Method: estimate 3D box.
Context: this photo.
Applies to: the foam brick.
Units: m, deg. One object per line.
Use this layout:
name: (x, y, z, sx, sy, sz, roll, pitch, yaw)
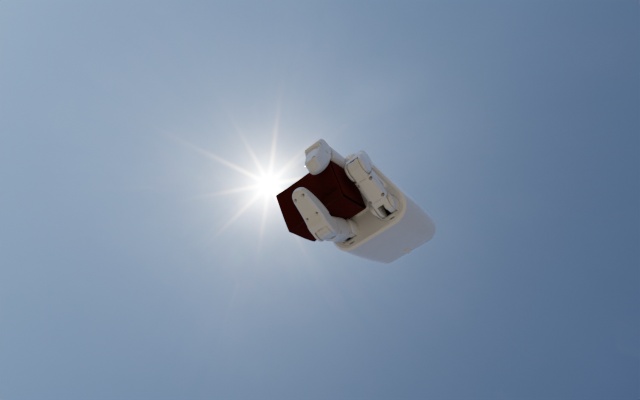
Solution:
foam brick: (0.000, 0.002, 0.535, 0.078, 0.053, 0.051, -33, -32, 20)
